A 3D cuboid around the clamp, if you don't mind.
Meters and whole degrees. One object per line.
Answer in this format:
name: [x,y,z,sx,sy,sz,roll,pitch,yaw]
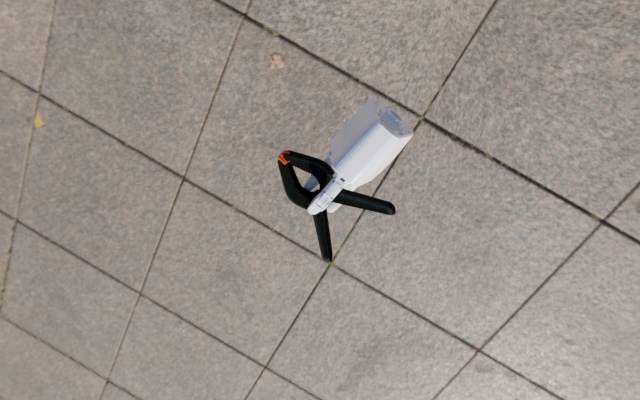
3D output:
clamp: [0.000,0.002,0.819,0.210,0.165,0.036,40,26,-5]
